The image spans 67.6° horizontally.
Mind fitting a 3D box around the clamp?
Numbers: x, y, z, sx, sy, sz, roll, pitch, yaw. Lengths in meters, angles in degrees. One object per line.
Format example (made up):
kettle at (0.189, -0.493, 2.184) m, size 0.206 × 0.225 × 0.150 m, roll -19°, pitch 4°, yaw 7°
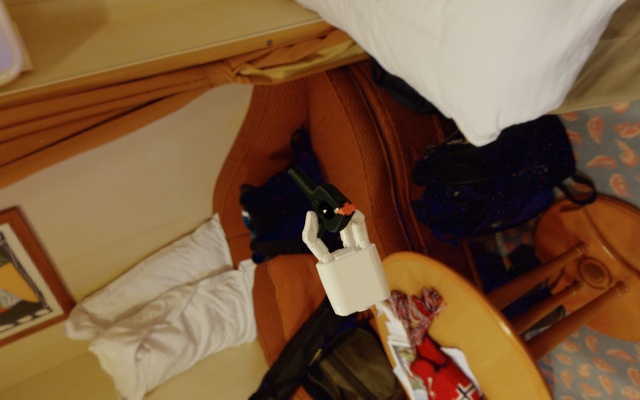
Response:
clamp at (0.000, 0.003, 0.899) m, size 0.036 × 0.164 × 0.210 m, roll -21°, pitch 4°, yaw -23°
